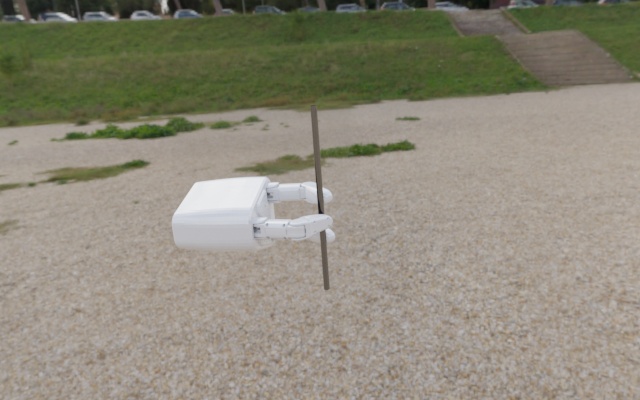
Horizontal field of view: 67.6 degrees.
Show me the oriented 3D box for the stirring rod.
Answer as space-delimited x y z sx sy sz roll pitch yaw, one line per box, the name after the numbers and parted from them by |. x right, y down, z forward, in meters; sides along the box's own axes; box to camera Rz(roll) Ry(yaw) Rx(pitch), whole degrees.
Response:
0.000 0.002 0.603 0.011 0.239 0.011 -4 16 1 | stirring rod
